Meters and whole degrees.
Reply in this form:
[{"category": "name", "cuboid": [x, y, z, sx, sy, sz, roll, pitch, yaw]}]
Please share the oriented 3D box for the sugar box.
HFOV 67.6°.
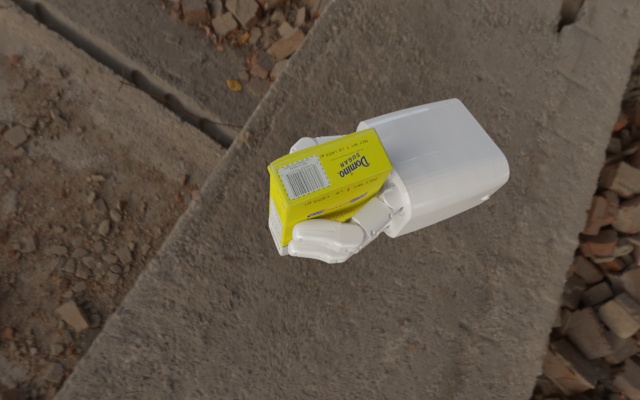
[{"category": "sugar box", "cuboid": [0.000, 0.002, 0.450, 0.093, 0.048, 0.176, -20, -18, -11]}]
